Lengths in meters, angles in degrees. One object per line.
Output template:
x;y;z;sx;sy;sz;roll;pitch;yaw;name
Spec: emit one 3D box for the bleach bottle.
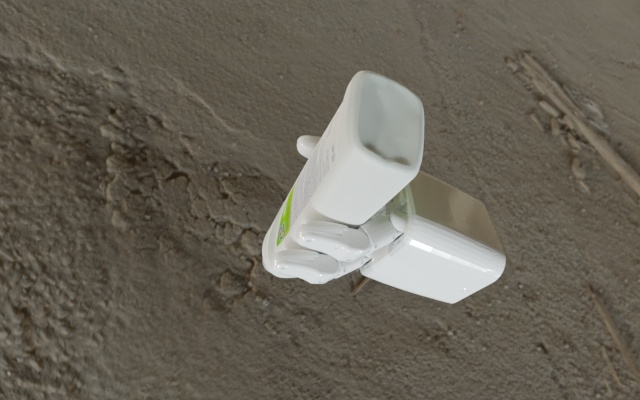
0.000;0.002;0.454;0.068;0.102;0.251;21;-38;-15;bleach bottle
